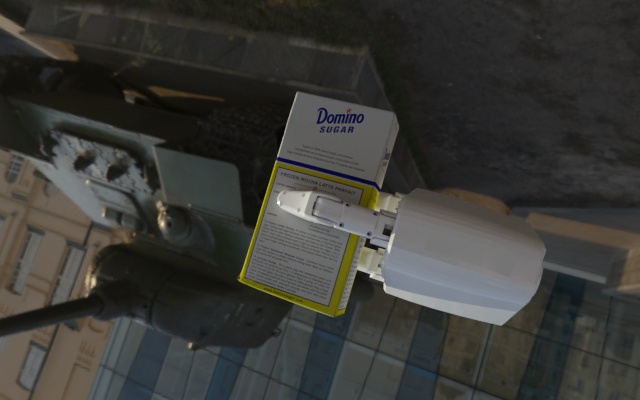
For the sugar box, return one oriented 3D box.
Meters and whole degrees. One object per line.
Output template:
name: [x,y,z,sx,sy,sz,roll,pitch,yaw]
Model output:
sugar box: [0.000,0.002,0.418,0.093,0.176,0.048,17,-6,16]
